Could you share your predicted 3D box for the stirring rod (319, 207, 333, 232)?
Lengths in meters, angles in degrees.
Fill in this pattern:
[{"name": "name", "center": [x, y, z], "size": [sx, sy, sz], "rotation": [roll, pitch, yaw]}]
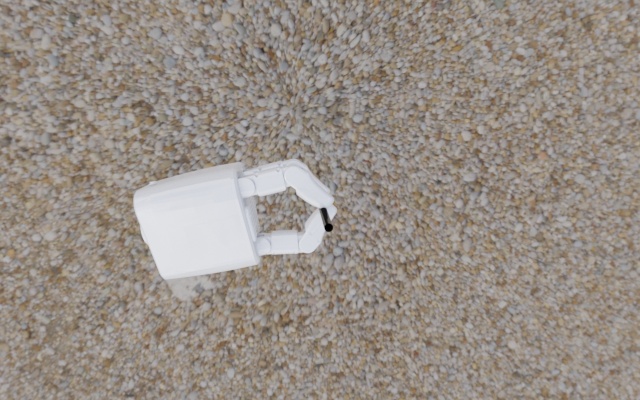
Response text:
[{"name": "stirring rod", "center": [0.000, 0.002, 0.538], "size": [0.011, 0.011, 0.239], "rotation": [0, 11, -3]}]
